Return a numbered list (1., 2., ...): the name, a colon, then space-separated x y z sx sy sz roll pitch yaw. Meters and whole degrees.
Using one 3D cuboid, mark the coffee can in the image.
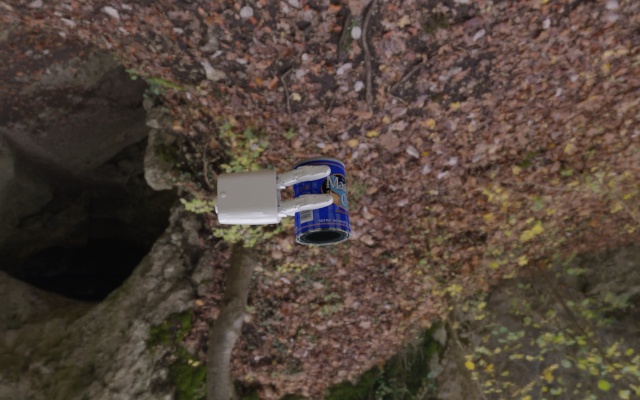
1. coffee can: 0.000 0.003 0.891 0.103 0.140 0.103 -4 -20 -1
